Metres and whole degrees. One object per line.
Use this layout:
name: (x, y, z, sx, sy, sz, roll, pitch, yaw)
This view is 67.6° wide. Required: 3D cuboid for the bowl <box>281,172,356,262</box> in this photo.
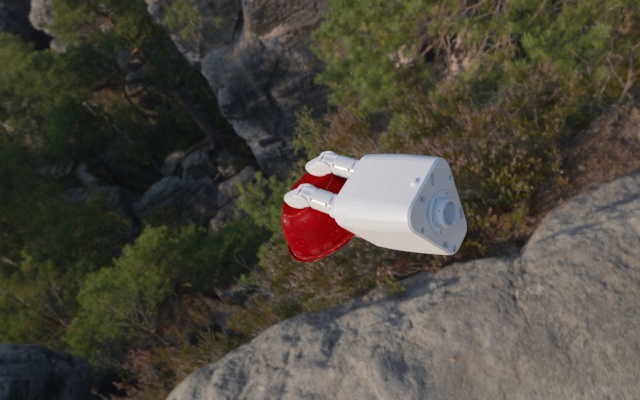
bowl: (-0.001, 0.002, 0.644, 0.055, 0.162, 0.162, 44, -23, -26)
